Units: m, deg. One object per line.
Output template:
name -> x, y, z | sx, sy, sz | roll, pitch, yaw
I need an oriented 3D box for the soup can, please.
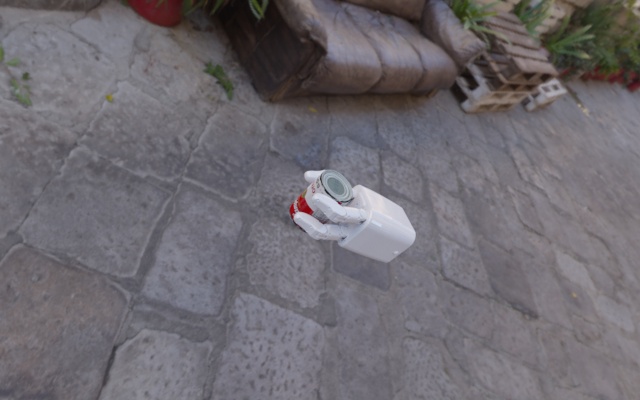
soup can -> 0.000, 0.002, 0.826 | 0.068, 0.068, 0.102 | 0, -34, -42
